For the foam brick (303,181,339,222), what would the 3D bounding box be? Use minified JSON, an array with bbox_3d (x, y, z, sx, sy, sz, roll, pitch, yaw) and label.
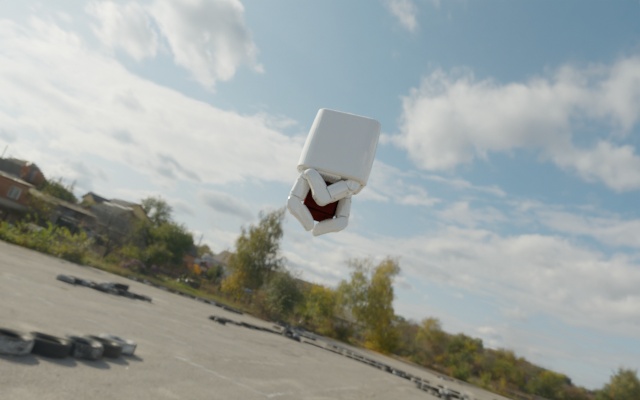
[{"bbox_3d":[0.000,0.003,0.786,0.053,0.051,0.078,18,-14,-4],"label":"foam brick"}]
